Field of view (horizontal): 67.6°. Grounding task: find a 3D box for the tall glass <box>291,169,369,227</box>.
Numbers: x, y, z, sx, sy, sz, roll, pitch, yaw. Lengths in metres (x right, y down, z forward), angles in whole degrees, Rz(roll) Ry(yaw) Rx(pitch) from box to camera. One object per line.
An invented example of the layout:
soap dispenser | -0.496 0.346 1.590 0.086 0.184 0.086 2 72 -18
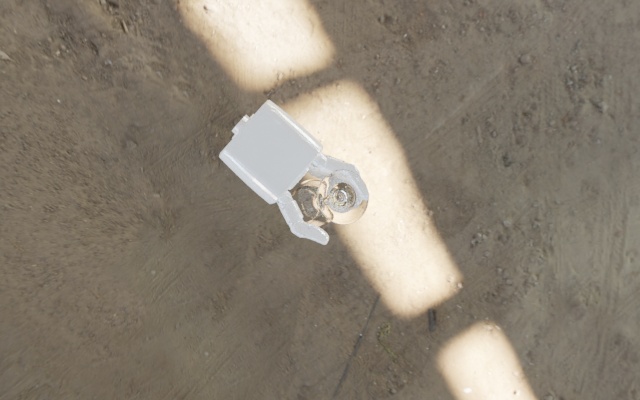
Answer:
tall glass | 0.000 0.002 0.730 0.079 0.079 0.201 0 -4 -18
